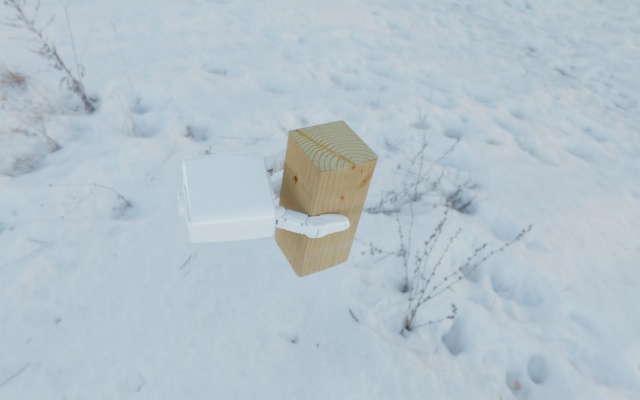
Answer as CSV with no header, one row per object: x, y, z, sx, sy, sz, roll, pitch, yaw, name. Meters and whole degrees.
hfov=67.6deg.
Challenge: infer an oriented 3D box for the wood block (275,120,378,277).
0.000,0.002,0.683,0.090,0.206,0.090,-15,49,-27,wood block
